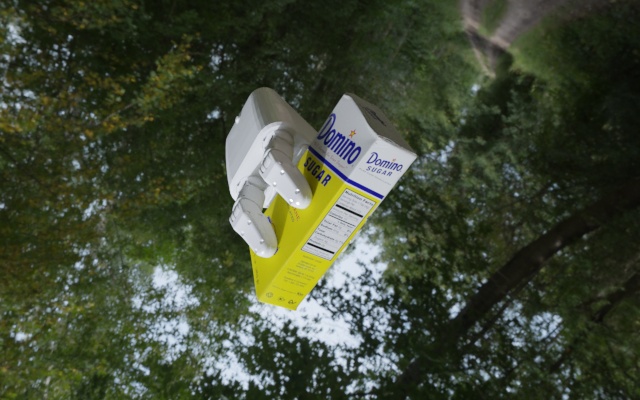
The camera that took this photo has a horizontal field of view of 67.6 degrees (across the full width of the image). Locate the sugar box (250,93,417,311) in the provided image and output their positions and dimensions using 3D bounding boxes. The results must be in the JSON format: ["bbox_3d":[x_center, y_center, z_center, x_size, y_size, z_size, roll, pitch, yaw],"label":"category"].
[{"bbox_3d":[0.000,0.001,0.413,0.048,0.176,0.093,21,25,-27],"label":"sugar box"}]
